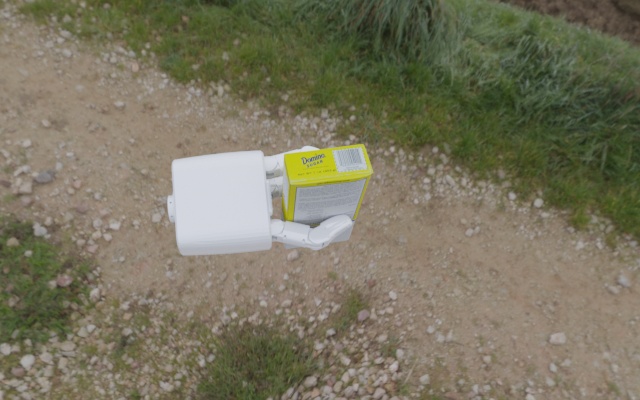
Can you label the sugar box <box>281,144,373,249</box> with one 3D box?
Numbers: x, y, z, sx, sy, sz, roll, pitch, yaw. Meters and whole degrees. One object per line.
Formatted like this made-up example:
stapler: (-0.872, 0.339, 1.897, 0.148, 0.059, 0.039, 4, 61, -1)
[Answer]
sugar box: (0.000, 0.001, 0.584, 0.093, 0.048, 0.176, -7, -25, -11)
